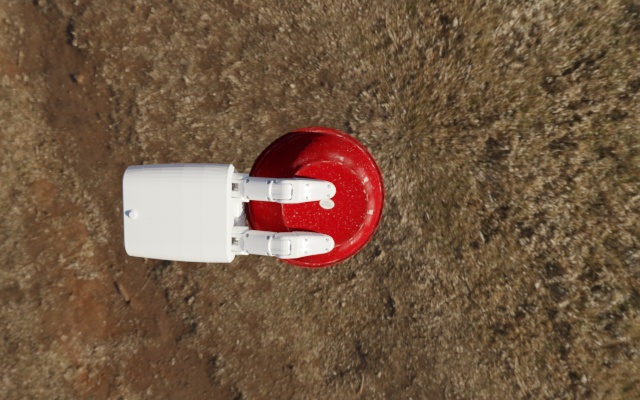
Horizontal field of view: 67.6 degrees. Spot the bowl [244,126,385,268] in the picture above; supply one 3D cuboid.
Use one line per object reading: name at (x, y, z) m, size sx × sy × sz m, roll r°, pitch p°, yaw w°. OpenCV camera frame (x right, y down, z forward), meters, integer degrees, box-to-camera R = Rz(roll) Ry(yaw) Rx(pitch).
bowl at (0.001, 0.001, 0.515) m, size 0.162 × 0.162 × 0.055 m, roll 0°, pitch 8°, yaw -11°
